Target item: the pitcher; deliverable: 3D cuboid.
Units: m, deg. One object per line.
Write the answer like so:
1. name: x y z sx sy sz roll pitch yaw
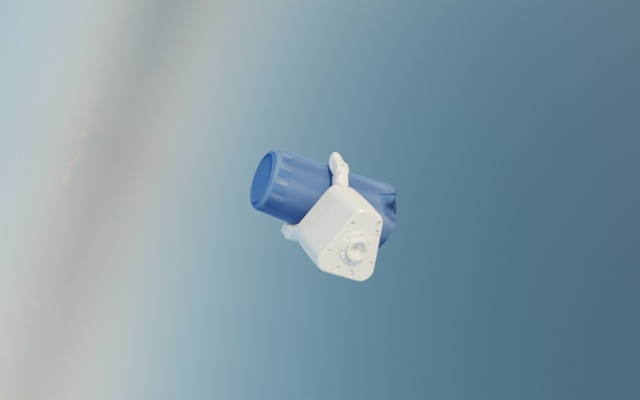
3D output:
1. pitcher: 0.000 0.003 0.849 0.243 0.149 0.145 19 14 -25
